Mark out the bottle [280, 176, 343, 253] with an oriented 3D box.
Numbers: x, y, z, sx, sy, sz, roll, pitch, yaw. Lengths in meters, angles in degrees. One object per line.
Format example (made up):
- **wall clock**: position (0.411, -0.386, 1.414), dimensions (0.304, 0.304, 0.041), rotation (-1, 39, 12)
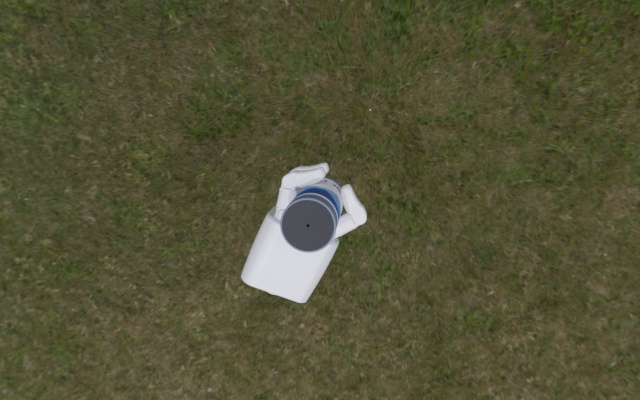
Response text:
- **bottle**: position (0.000, 0.002, 0.701), dimensions (0.069, 0.069, 0.295), rotation (0, 11, 6)
